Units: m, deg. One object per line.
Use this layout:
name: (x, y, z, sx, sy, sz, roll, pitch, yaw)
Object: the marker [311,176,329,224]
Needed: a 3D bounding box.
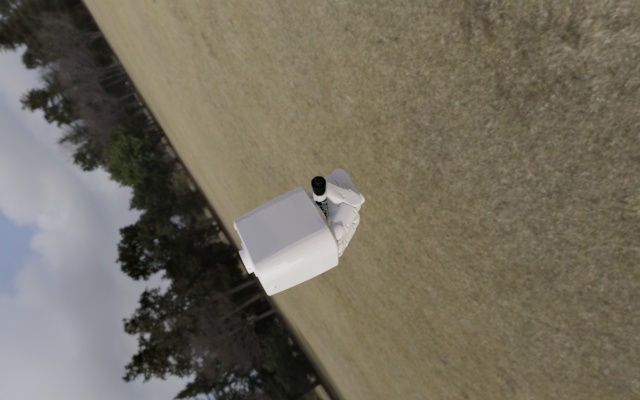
marker: (0.000, 0.002, 0.633, 0.020, 0.020, 0.121, 0, -26, 3)
